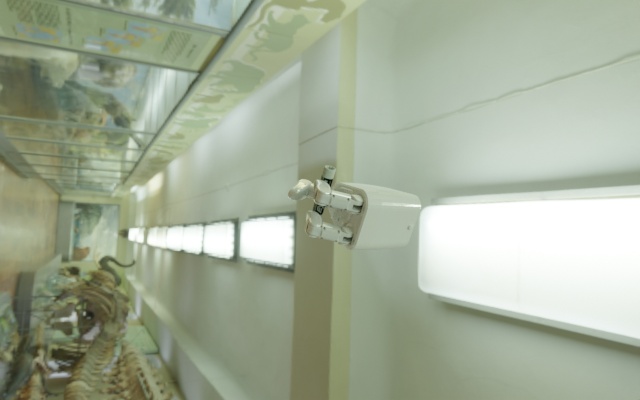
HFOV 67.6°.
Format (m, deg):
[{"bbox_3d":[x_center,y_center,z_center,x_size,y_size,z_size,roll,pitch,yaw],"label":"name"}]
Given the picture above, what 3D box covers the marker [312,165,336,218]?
[{"bbox_3d":[0.000,0.002,0.761,0.020,0.121,0.020,13,24,-6],"label":"marker"}]
